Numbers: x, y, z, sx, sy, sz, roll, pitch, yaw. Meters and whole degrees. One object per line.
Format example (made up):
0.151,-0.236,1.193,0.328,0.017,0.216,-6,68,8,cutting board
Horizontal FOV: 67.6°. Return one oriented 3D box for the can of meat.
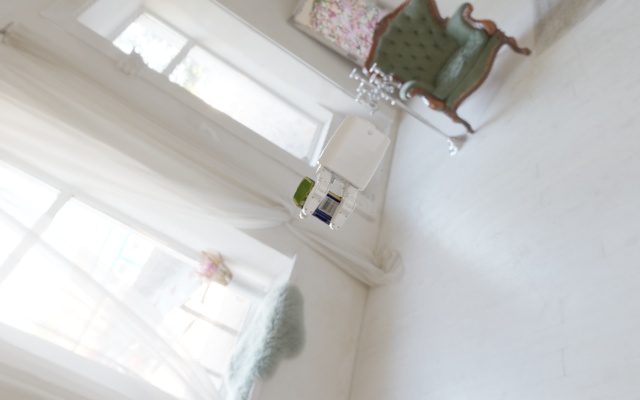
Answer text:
0.000,0.003,0.870,0.084,0.057,0.102,32,4,-15,can of meat
